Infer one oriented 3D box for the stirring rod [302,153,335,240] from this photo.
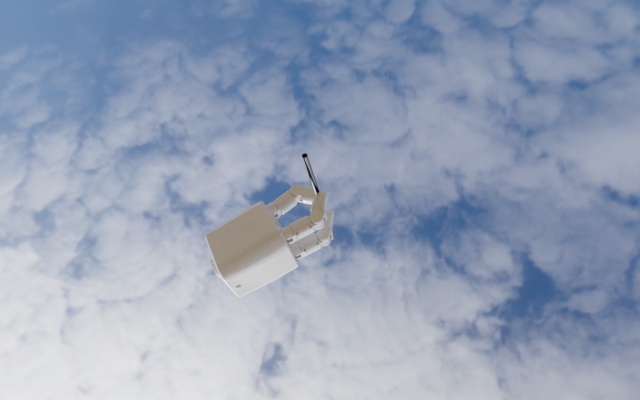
[{"bbox_3d":[0.000,0.002,0.751,0.011,0.011,0.240,0,-32,12],"label":"stirring rod"}]
